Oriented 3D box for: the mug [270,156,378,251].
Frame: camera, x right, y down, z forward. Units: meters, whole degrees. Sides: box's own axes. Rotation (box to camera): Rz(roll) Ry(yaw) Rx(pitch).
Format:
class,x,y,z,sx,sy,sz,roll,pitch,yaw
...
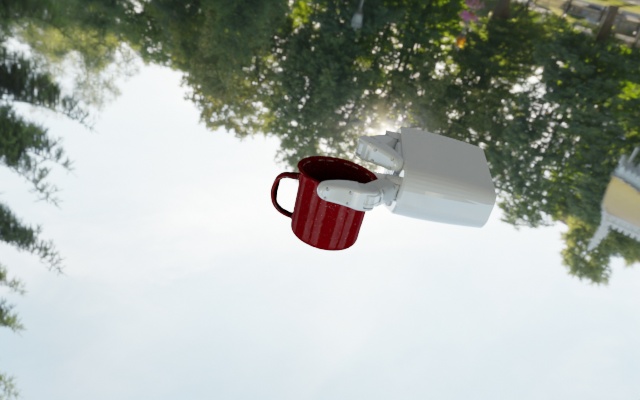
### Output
class,x,y,z,sx,sy,sz,roll,pitch,yaw
mug,-0.001,0.002,0.545,0.117,0.081,0.093,11,25,-5
